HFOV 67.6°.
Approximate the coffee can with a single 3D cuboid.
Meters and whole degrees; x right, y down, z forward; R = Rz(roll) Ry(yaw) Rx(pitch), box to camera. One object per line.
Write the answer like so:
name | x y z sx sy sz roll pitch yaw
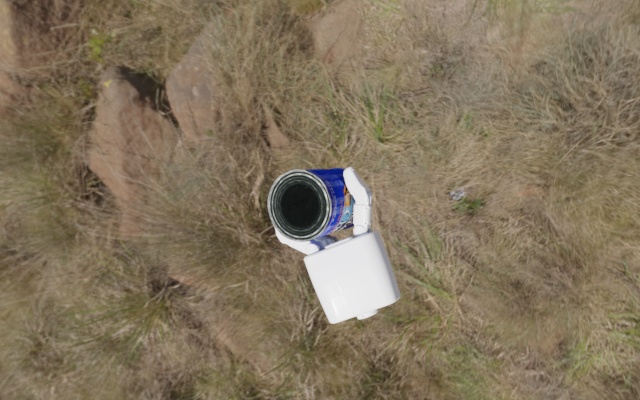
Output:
coffee can | 0.000 0.002 0.728 0.103 0.103 0.140 0 4 27
